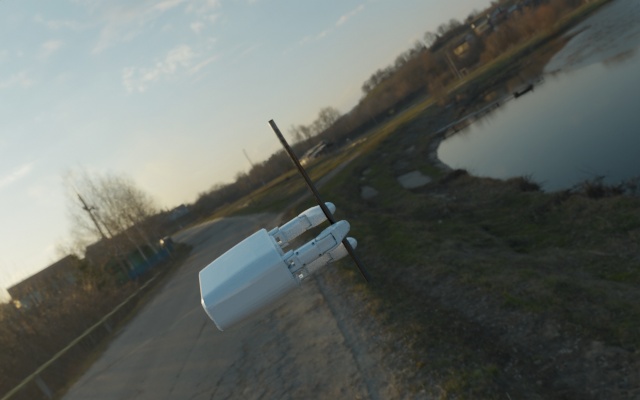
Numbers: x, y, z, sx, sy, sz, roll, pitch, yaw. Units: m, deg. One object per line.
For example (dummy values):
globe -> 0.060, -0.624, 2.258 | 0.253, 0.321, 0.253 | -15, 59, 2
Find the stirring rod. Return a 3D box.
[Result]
stirring rod -> 0.000, 0.002, 0.606 | 0.011, 0.239, 0.011 | -32, 5, 3
